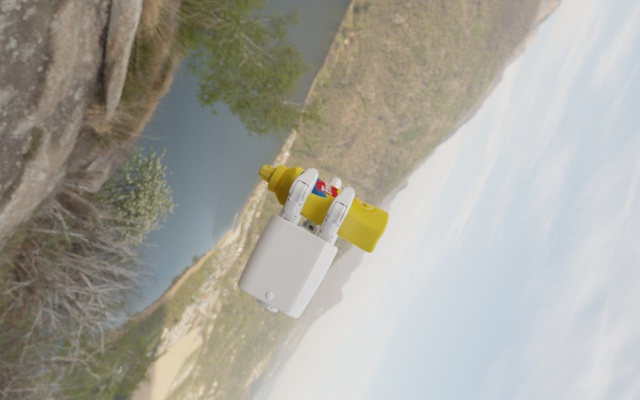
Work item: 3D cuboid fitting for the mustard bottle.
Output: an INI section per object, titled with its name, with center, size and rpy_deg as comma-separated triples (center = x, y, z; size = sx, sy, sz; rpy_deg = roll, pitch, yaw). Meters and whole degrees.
[mustard bottle]
center = 0.000, 0.002, 0.671
size = 0.191, 0.058, 0.096
rpy_deg = 28, 18, 4
